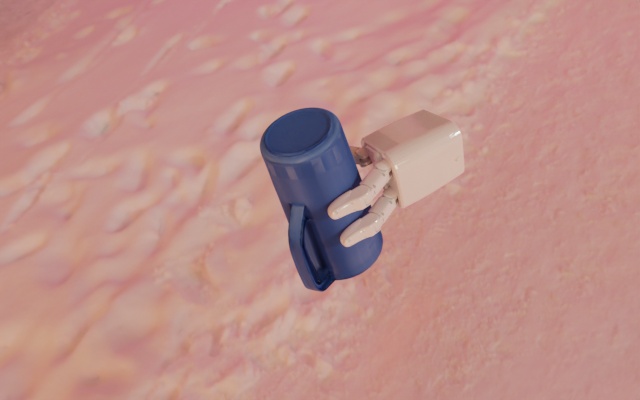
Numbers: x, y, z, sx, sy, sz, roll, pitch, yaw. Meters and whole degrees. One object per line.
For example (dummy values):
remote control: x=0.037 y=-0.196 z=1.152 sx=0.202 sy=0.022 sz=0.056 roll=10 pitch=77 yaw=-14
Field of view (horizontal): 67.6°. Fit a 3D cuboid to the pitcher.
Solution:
pitcher: x=0.000 y=0.002 z=0.670 sx=0.145 sy=0.243 sz=0.149 roll=-26 pitch=44 yaw=-5
